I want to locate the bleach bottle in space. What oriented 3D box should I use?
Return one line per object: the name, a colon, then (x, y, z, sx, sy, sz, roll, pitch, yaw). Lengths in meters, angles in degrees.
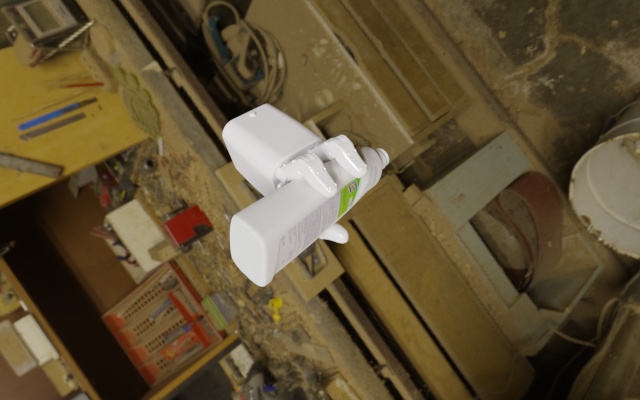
bleach bottle: (0.000, 0.002, 0.623, 0.068, 0.103, 0.250, 39, 53, 24)
